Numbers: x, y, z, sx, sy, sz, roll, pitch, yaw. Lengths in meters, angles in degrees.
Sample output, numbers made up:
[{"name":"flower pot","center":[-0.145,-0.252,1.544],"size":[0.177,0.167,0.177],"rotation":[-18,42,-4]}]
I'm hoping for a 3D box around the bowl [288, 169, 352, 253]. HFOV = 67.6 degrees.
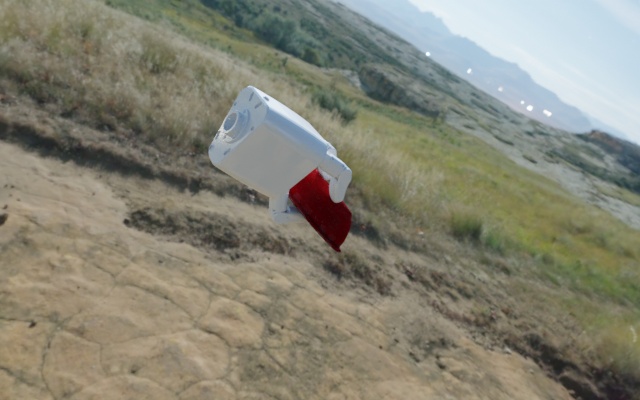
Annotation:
[{"name":"bowl","center":[0.001,0.003,0.747],"size":[0.055,0.162,0.162],"rotation":[-39,-3,3]}]
